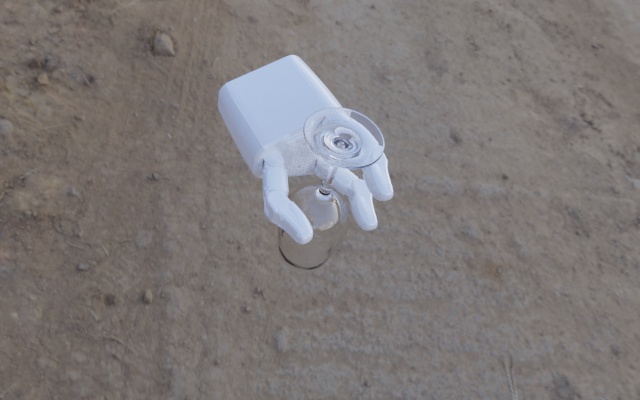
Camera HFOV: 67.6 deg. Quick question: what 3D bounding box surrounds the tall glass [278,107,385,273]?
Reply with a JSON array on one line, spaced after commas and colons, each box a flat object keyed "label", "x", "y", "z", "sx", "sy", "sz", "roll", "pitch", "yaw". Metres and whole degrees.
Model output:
[{"label": "tall glass", "x": 0.000, "y": 0.001, "z": 0.498, "sx": 0.079, "sy": 0.079, "sz": 0.201, "roll": 0, "pitch": -36, "yaw": -15}]
